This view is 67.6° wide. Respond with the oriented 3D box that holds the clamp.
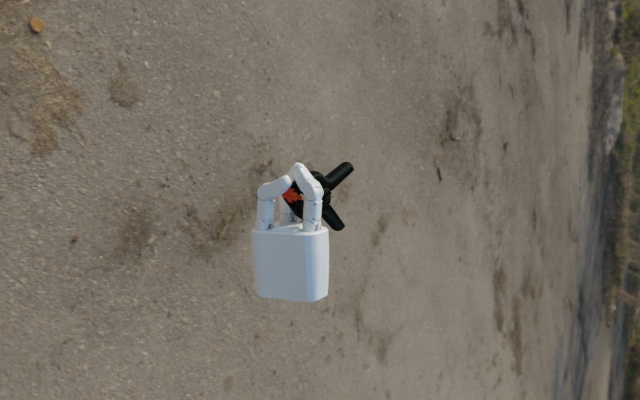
[{"bbox_3d":[0.001,0.003,0.776,0.039,0.120,0.171,6,12,37],"label":"clamp"}]
